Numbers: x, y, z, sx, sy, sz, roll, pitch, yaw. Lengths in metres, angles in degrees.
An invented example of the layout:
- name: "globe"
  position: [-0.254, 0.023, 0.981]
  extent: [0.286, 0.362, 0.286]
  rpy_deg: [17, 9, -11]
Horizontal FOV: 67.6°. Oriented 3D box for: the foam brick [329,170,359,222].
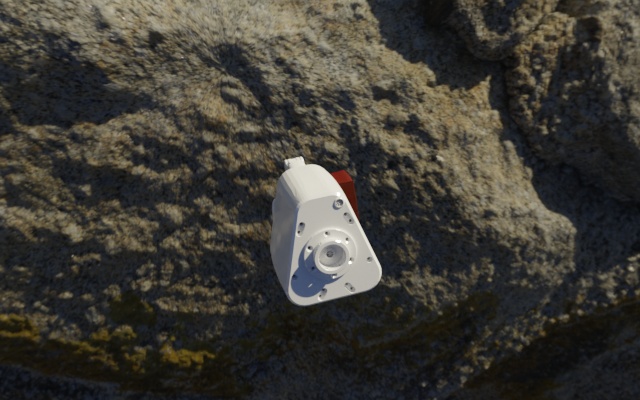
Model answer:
- name: "foam brick"
  position: [0.000, 0.002, 0.555]
  extent: [0.078, 0.053, 0.051]
  rpy_deg: [-13, 19, -8]
